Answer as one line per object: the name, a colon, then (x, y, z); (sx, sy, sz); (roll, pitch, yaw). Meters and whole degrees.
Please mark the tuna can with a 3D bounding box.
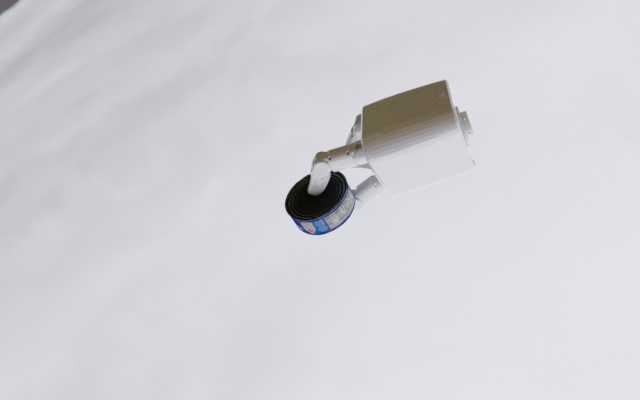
tuna can: (0.000, 0.002, 0.606); (0.086, 0.086, 0.034); (0, -41, 32)
